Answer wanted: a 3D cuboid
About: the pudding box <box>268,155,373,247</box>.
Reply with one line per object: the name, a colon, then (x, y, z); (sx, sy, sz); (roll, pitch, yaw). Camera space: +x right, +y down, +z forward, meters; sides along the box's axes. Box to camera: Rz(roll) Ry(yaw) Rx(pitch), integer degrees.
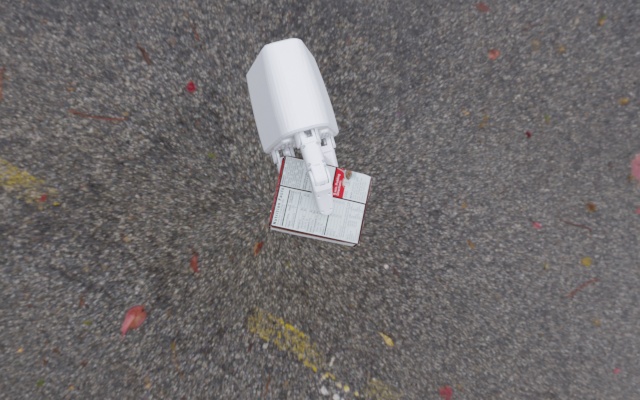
pudding box: (0.000, 0.002, 0.579); (0.113, 0.090, 0.039); (13, -7, -3)
